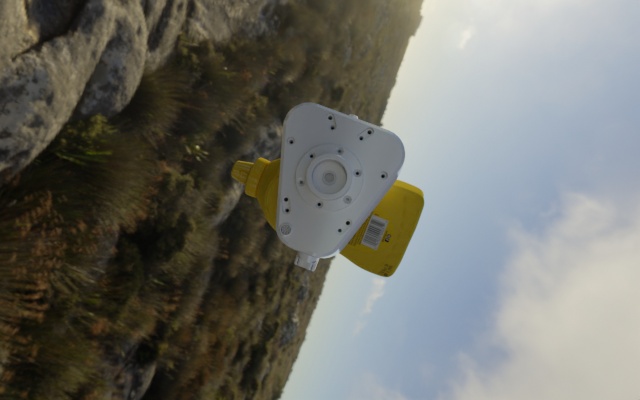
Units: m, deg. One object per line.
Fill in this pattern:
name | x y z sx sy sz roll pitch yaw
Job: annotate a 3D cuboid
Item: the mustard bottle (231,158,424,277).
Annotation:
mustard bottle | 0.000 0.002 0.486 0.191 0.096 0.058 21 22 3
